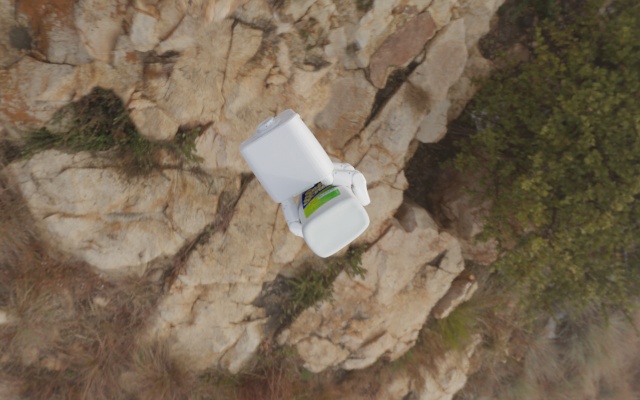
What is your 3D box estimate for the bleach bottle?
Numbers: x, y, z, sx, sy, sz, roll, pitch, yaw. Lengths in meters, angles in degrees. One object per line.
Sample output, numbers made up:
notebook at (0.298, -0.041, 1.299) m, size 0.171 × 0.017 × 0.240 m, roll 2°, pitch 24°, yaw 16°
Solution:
bleach bottle at (0.000, 0.003, 0.810) m, size 0.102 × 0.068 × 0.250 m, roll -35°, pitch 21°, yaw 0°
